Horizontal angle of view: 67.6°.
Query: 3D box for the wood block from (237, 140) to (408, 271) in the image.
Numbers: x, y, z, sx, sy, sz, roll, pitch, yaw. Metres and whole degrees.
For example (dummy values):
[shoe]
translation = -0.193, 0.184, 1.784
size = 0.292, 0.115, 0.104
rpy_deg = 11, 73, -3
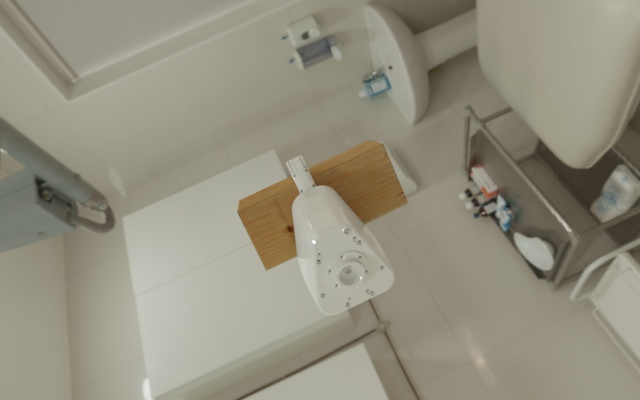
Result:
[wood block]
translation = 0.000, 0.002, 0.655
size = 0.206, 0.091, 0.090
rpy_deg = -25, 12, -2
